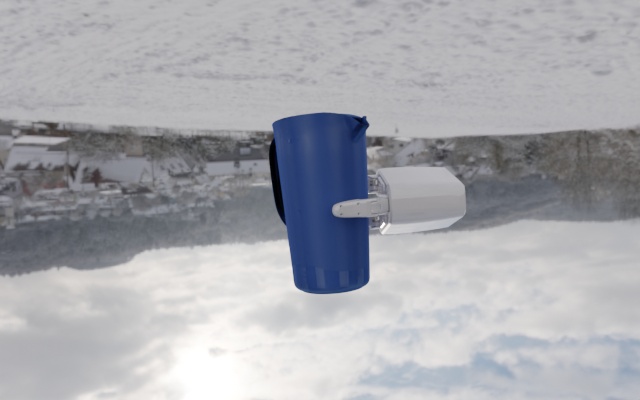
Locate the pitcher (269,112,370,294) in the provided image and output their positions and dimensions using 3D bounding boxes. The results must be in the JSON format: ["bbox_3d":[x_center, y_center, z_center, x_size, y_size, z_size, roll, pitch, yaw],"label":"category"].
[{"bbox_3d":[0.000,0.002,0.679,0.145,0.243,0.149,-4,1,-2],"label":"pitcher"}]
